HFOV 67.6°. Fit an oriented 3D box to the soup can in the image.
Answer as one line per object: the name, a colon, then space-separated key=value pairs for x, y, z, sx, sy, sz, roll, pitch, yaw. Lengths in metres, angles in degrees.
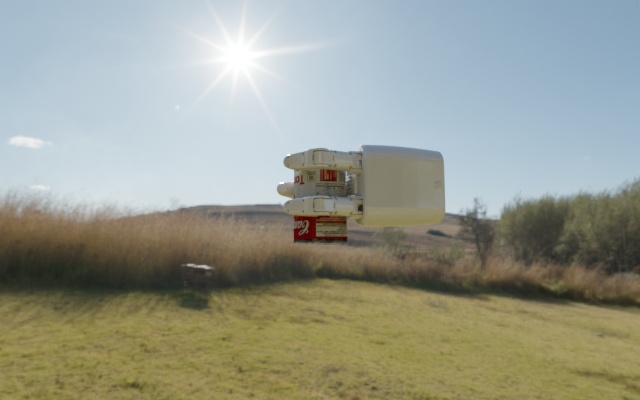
soup can: x=0.000 y=0.002 z=0.597 sx=0.068 sy=0.102 sz=0.068 roll=0 pitch=-5 yaw=0
